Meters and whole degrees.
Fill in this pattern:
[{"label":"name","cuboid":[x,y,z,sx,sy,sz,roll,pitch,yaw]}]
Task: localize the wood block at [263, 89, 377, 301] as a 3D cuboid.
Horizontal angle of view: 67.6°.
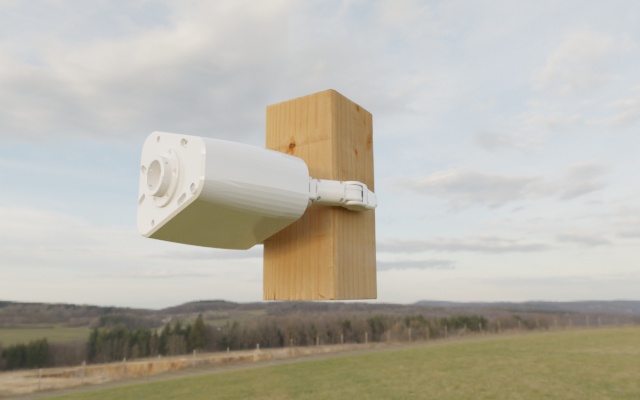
[{"label":"wood block","cuboid":[0.000,0.001,0.510,0.091,0.206,0.090,-7,-13,33]}]
